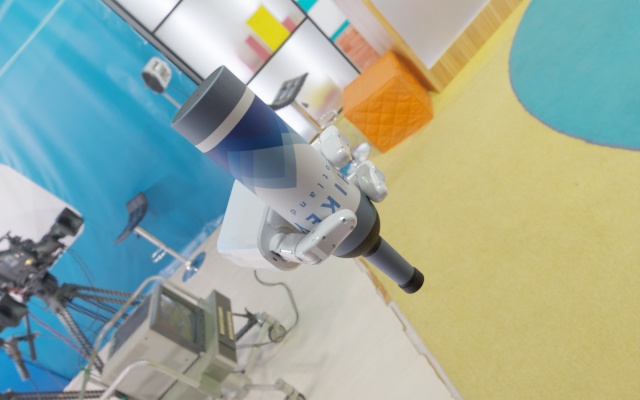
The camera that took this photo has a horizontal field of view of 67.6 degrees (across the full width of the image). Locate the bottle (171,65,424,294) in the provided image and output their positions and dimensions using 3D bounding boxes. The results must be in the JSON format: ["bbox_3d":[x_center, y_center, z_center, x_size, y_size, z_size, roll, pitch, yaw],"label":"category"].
[{"bbox_3d":[0.000,0.001,0.450,0.296,0.069,0.069,41,-20,-25],"label":"bottle"}]
